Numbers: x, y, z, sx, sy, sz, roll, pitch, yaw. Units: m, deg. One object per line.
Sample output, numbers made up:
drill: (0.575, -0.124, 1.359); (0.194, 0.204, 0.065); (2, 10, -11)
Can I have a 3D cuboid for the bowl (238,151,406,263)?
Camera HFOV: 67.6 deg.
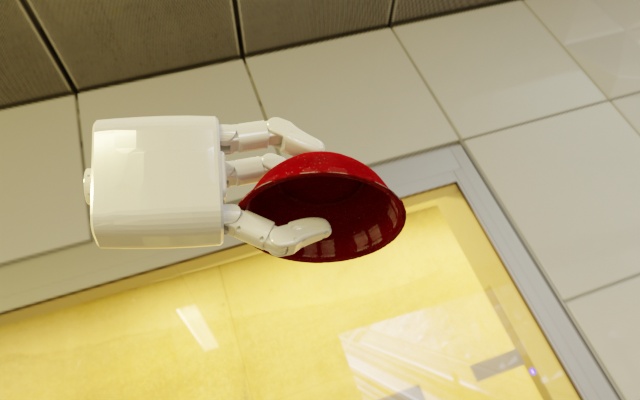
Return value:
bowl: (0.001, 0.001, 0.467); (0.162, 0.055, 0.162); (0, -34, 0)
